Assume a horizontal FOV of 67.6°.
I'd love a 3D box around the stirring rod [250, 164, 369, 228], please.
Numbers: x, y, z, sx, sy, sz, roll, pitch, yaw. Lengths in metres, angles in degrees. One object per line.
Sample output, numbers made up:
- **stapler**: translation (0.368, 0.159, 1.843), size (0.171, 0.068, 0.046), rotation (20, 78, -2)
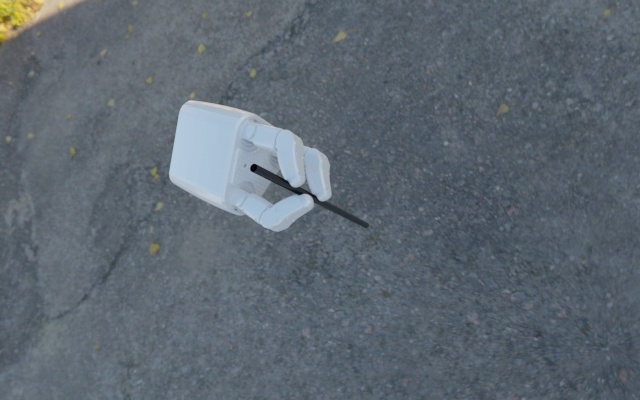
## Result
- **stirring rod**: translation (0.000, 0.002, 0.526), size (0.011, 0.011, 0.239), rotation (0, -15, 31)
